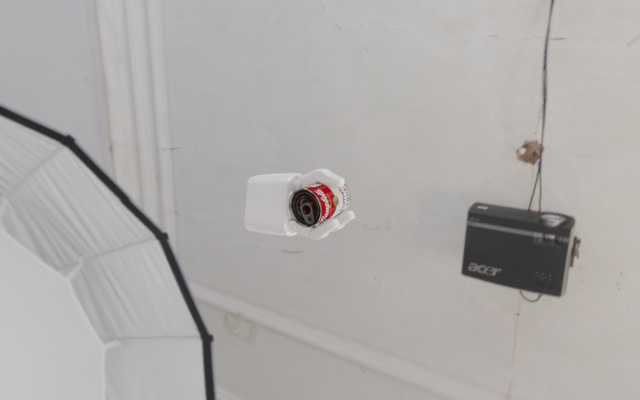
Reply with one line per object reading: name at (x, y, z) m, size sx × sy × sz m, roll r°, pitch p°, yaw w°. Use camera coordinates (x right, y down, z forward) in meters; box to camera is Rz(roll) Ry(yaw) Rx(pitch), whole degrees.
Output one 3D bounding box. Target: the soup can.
soup can at (0.001, 0.003, 0.852) m, size 0.068 × 0.068 × 0.102 m, roll 0°, pitch 12°, yaw 34°
